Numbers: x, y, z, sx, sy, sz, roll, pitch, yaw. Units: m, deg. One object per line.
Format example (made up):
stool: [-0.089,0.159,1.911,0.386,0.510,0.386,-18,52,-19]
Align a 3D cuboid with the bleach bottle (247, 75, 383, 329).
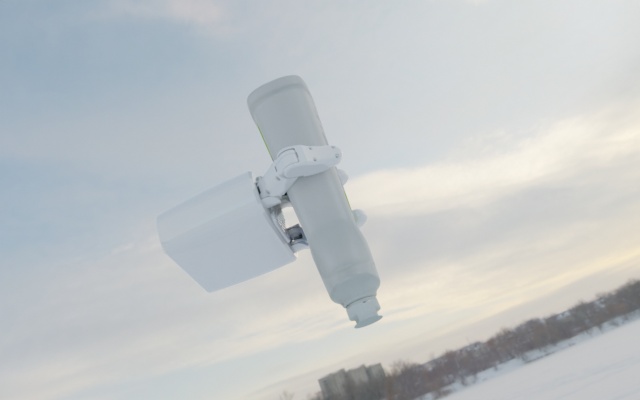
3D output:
bleach bottle: [0.000,0.002,0.476,0.068,0.250,0.103,-23,-25,3]
